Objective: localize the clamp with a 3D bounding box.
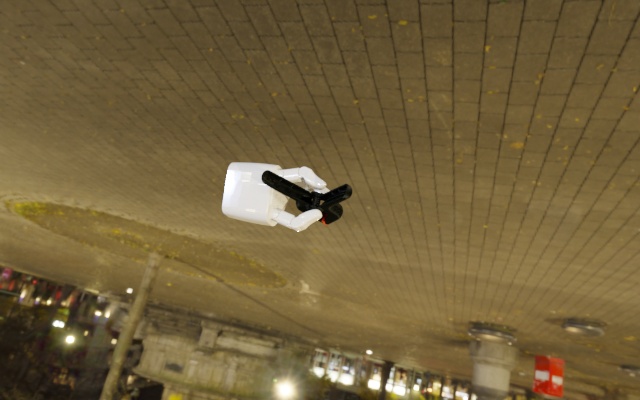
[{"bbox_3d":[0.000,0.004,0.898,0.164,0.036,0.210,9,-18,22],"label":"clamp"}]
